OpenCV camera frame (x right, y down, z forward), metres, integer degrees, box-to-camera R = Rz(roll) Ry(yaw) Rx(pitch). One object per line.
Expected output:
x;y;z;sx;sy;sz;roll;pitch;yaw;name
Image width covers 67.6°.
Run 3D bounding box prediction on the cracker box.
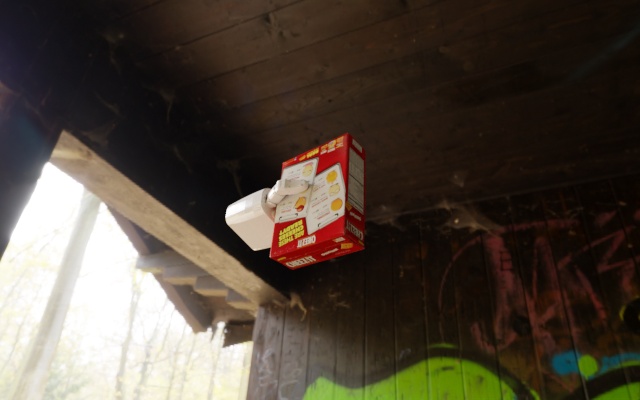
0.000;0.003;0.871;0.164;0.213;0.072;-21;-40;33;cracker box
